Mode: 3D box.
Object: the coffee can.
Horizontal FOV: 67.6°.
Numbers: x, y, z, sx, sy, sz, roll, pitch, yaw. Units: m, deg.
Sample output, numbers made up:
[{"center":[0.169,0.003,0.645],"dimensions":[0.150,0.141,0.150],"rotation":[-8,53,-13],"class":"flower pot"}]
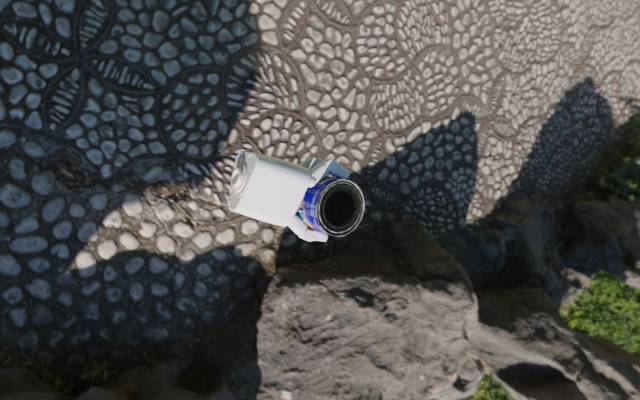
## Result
[{"center":[0.000,0.003,0.889],"dimensions":[0.103,0.103,0.140],"rotation":[0,9,-32],"class":"coffee can"}]
